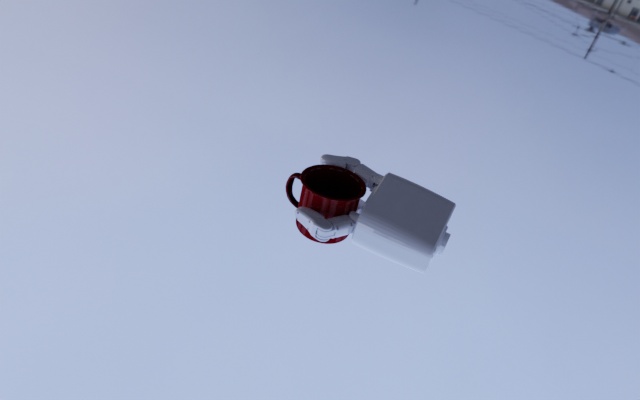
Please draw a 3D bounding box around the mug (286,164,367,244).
[{"bbox_3d":[-0.001,0.002,0.679,0.117,0.081,0.093,25,35,17],"label":"mug"}]
